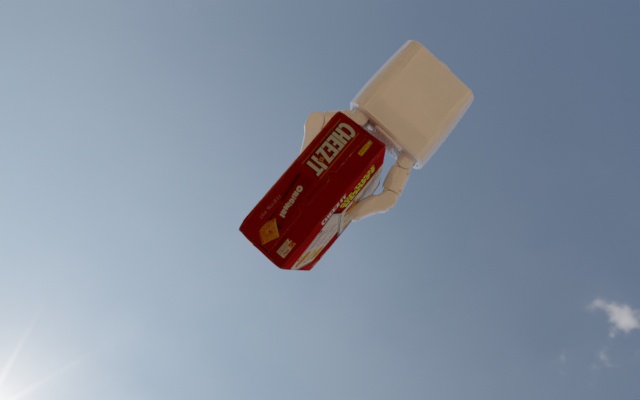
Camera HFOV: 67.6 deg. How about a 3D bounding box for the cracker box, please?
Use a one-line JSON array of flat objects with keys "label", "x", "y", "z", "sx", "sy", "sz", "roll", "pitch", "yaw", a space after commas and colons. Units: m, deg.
[{"label": "cracker box", "x": 0.000, "y": 0.002, "z": 0.580, "sx": 0.072, "sy": 0.164, "sz": 0.214, "roll": 39, "pitch": -3, "yaw": 10}]
